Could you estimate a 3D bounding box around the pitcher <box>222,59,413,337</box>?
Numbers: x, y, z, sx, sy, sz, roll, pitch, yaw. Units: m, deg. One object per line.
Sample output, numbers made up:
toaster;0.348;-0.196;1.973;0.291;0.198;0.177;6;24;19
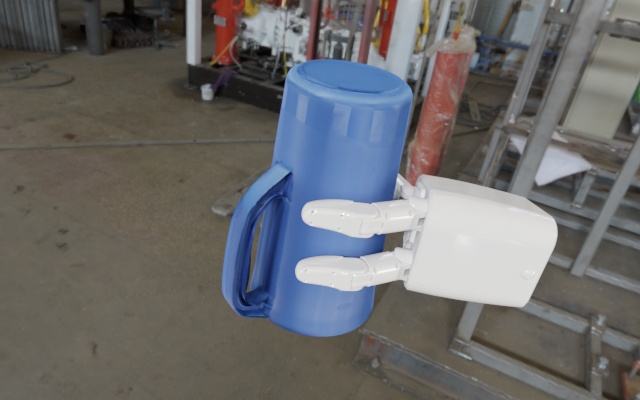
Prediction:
pitcher;0.000;0.001;0.449;0.145;0.243;0.149;11;30;3
